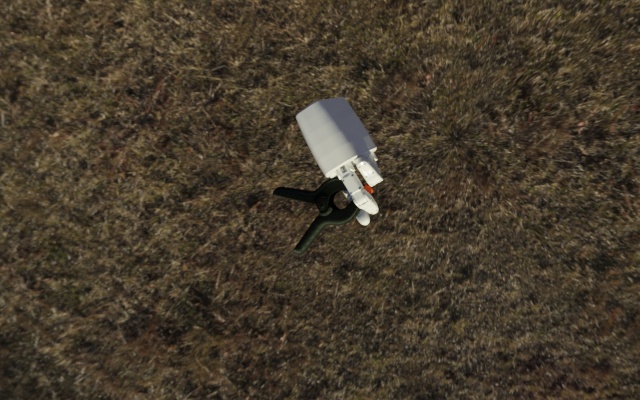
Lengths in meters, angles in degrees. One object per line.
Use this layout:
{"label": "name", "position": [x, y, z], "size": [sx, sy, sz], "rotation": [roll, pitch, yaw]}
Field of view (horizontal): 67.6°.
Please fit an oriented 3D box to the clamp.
{"label": "clamp", "position": [0.000, 0.003, 0.798], "size": [0.171, 0.120, 0.039], "rotation": [-31, -2, 17]}
